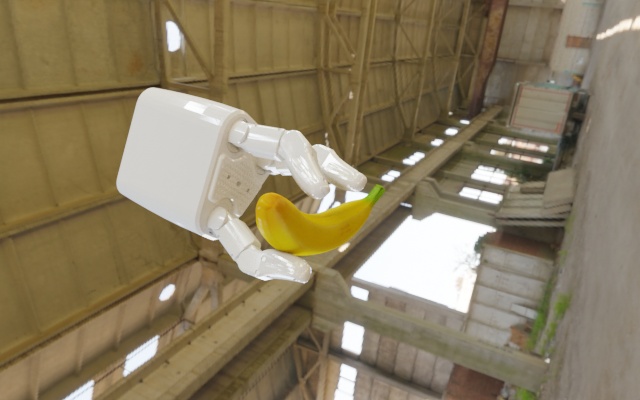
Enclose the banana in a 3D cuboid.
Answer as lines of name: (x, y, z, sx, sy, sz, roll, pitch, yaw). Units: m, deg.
banana: (-0.004, 0.018, 0.425, 0.037, 0.070, 0.198, 26, 17, 25)
